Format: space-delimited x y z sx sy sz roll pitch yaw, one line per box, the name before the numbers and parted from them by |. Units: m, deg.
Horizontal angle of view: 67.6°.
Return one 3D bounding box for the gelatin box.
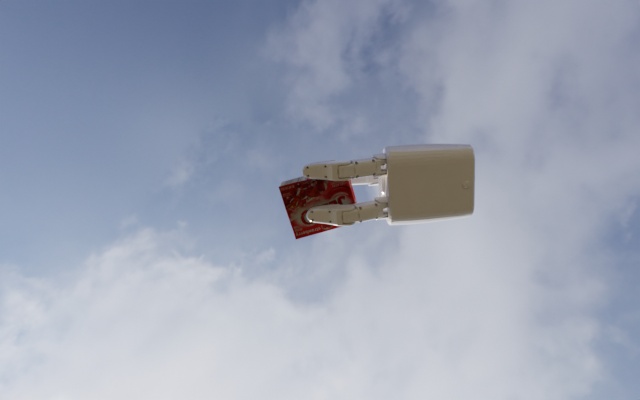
gelatin box | 0.000 0.002 0.608 0.089 0.073 0.030 -15 14 9
